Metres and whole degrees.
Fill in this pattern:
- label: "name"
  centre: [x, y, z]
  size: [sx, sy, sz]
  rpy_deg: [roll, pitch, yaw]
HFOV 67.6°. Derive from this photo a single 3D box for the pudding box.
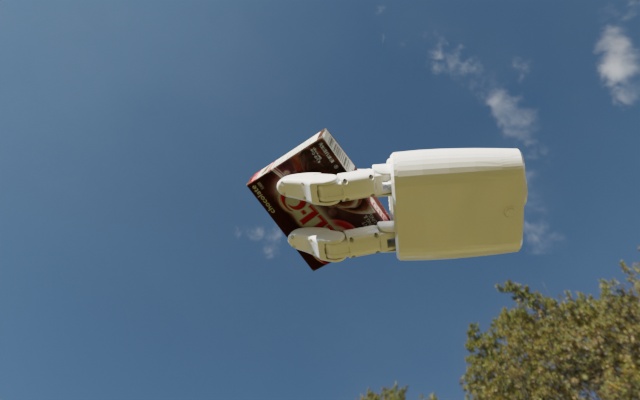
- label: "pudding box"
  centre: [0.000, 0.001, 0.457]
  size: [0.090, 0.113, 0.039]
  rpy_deg: [-30, 14, 22]
